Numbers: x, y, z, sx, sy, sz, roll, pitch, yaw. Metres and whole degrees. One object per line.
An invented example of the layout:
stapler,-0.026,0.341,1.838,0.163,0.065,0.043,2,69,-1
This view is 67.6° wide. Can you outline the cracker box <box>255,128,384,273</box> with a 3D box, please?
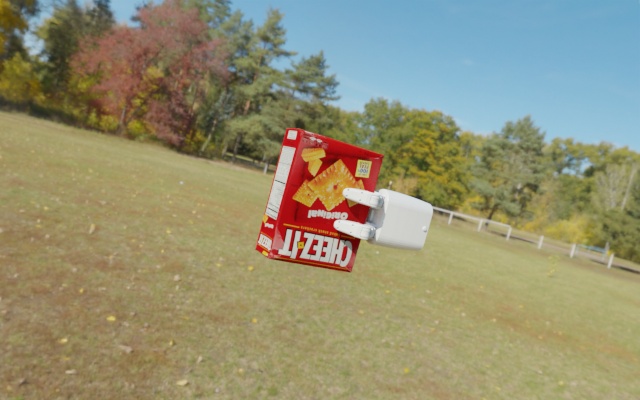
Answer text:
cracker box,0.000,0.002,0.807,0.164,0.214,0.072,13,3,-27
